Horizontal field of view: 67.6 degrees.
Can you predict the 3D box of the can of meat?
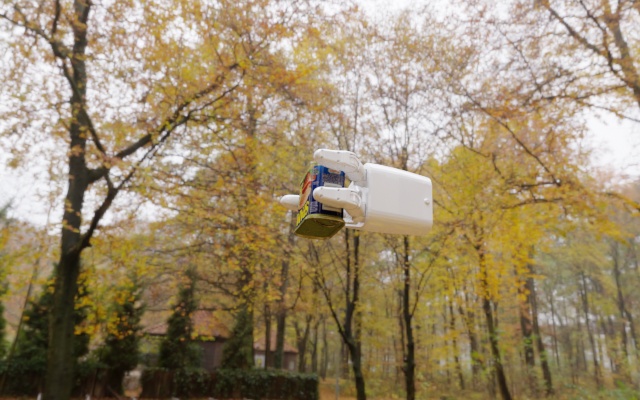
[{"bbox_3d":[0.000,0.002,0.686,0.057,0.084,0.102,9,-21,-13],"label":"can of meat"}]
